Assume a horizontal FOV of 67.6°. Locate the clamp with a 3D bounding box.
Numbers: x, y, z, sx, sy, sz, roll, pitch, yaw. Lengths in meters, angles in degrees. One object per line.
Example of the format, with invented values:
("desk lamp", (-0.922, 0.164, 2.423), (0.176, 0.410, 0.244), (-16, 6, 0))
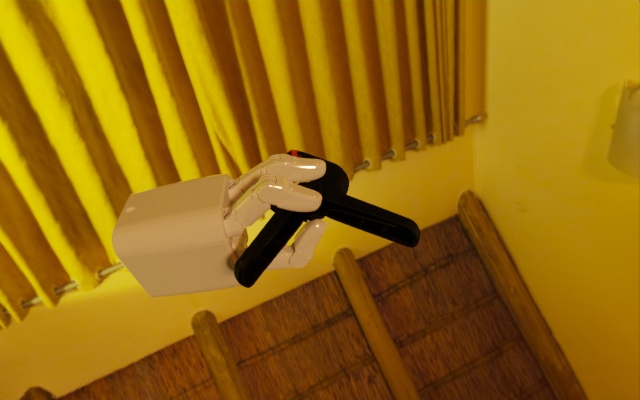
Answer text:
("clamp", (0.000, 0.002, 0.486), (0.164, 0.036, 0.209), (-9, 32, 0))
